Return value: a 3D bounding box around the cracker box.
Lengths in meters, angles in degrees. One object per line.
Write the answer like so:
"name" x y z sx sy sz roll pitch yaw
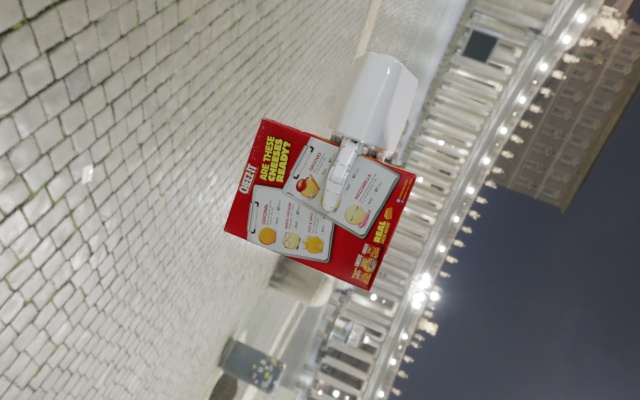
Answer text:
"cracker box" 0.000 0.002 0.647 0.213 0.164 0.072 22 8 7
